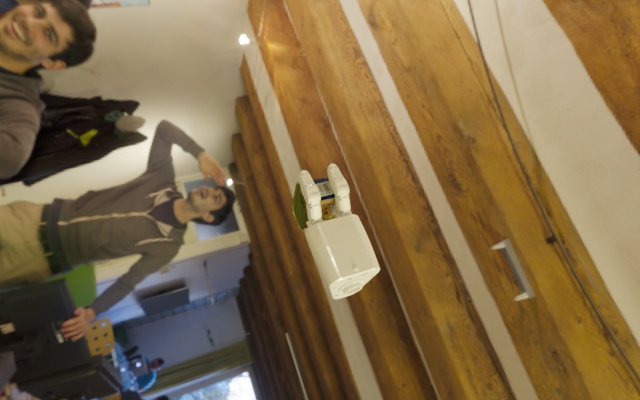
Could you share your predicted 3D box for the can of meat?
[{"bbox_3d":[0.000,0.003,0.864,0.084,0.057,0.102,-13,-32,-19],"label":"can of meat"}]
